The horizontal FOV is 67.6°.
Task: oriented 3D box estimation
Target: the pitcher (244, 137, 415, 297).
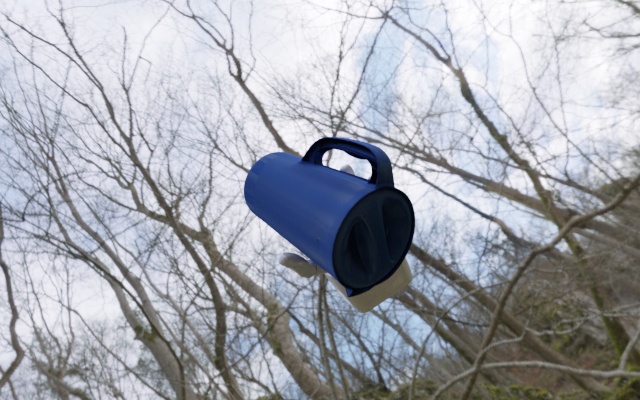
[{"bbox_3d":[0.000,0.002,0.644,0.242,0.149,0.145,28,-21,47],"label":"pitcher"}]
